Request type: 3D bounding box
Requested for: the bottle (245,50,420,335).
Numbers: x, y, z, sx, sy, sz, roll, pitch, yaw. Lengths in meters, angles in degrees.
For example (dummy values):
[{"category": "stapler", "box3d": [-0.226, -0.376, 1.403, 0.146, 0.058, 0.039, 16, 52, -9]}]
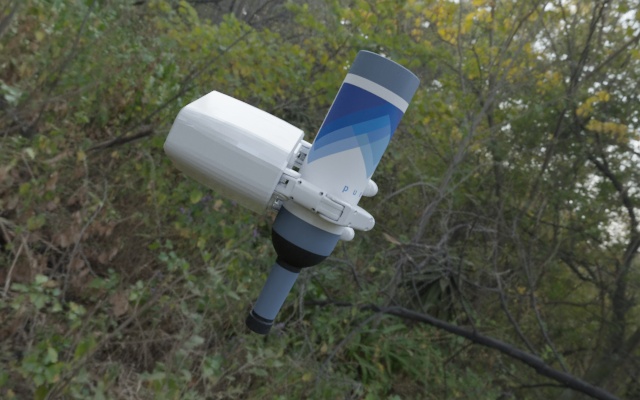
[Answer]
[{"category": "bottle", "box3d": [0.000, 0.001, 0.478, 0.069, 0.296, 0.069, 27, 7, -3]}]
